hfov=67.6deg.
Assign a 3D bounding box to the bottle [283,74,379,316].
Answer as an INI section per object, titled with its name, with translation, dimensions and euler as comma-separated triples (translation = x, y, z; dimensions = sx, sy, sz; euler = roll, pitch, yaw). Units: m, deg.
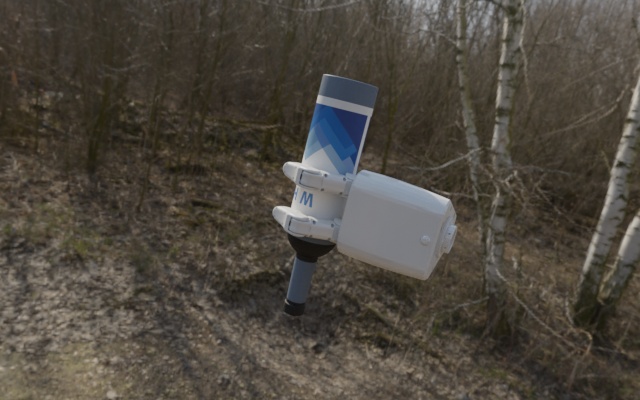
[bottle]
translation = 0.000, 0.002, 0.582
dimensions = 0.069, 0.296, 0.069
euler = 14, 11, -3
